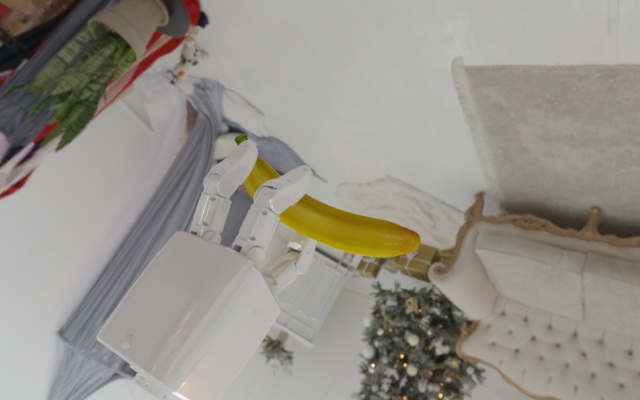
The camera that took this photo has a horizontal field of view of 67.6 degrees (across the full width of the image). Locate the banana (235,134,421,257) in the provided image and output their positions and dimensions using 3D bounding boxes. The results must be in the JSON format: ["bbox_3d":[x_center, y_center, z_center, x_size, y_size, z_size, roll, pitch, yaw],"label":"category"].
[{"bbox_3d":[-0.003,0.010,0.446,0.198,0.037,0.070,29,-30,15],"label":"banana"}]
